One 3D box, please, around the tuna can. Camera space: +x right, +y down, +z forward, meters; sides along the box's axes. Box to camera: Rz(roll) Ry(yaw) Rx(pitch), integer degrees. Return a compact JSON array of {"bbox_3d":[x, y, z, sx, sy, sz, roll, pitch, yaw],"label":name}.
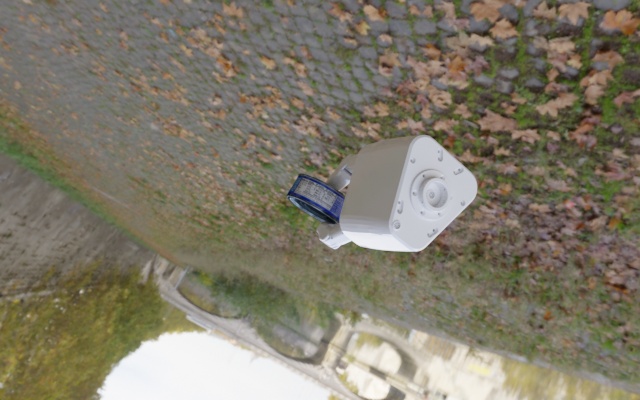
[{"bbox_3d":[0.000,0.003,0.616,0.086,0.033,0.086,30,-10,6],"label":"tuna can"}]
